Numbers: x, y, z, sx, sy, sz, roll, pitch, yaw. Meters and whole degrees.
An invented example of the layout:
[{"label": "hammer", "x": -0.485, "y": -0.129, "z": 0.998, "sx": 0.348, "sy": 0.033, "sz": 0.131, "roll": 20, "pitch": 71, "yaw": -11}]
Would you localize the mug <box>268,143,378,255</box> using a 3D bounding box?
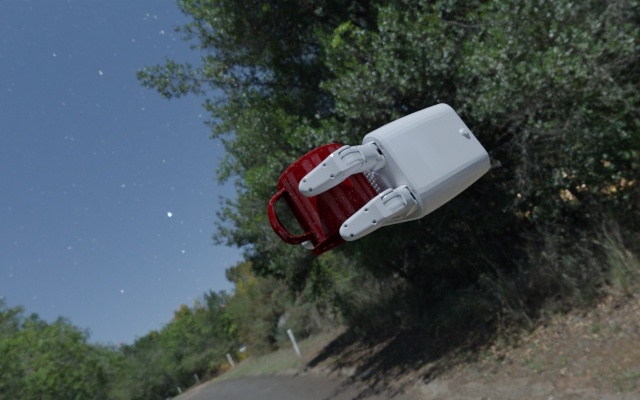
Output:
[{"label": "mug", "x": -0.001, "y": 0.002, "z": 0.479, "sx": 0.117, "sy": 0.081, "sz": 0.093, "roll": -27, "pitch": -15, "yaw": -27}]
